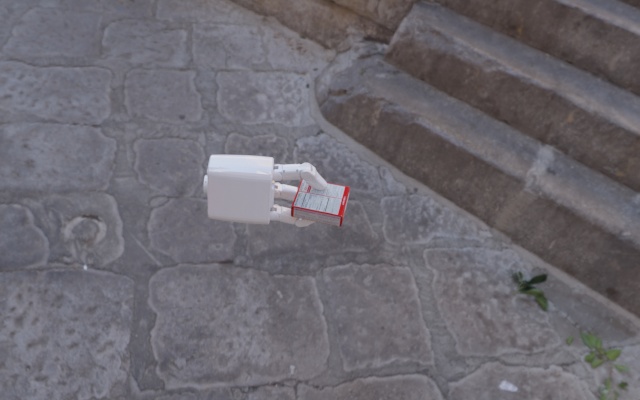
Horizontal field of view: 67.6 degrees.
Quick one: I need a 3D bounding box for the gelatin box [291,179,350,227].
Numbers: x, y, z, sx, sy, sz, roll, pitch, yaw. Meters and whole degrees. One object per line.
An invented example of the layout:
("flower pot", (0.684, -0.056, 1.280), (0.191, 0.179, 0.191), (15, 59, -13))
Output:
("gelatin box", (0.000, 0.002, 0.821), (0.089, 0.030, 0.073), (10, 46, 7))
